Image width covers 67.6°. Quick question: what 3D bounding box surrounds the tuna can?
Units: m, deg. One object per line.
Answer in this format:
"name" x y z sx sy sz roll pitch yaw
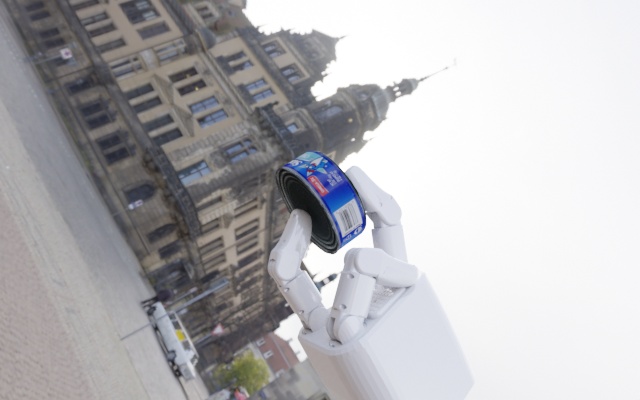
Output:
"tuna can" 0.000 0.001 0.405 0.033 0.086 0.086 -34 13 -20
